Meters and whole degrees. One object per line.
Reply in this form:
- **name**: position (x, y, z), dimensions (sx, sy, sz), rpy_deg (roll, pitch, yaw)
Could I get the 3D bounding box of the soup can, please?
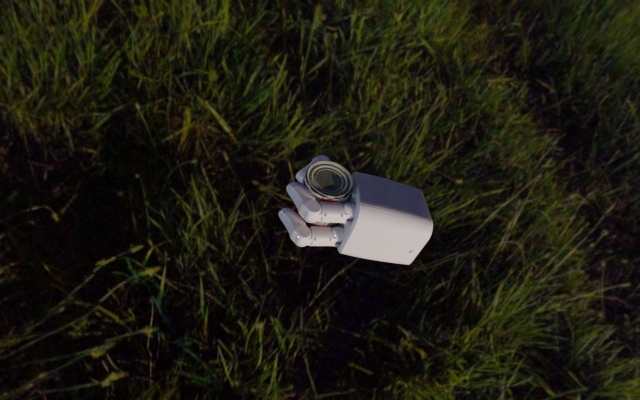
- **soup can**: position (0.000, 0.002, 0.667), dimensions (0.068, 0.068, 0.102), rpy_deg (0, -38, -19)
